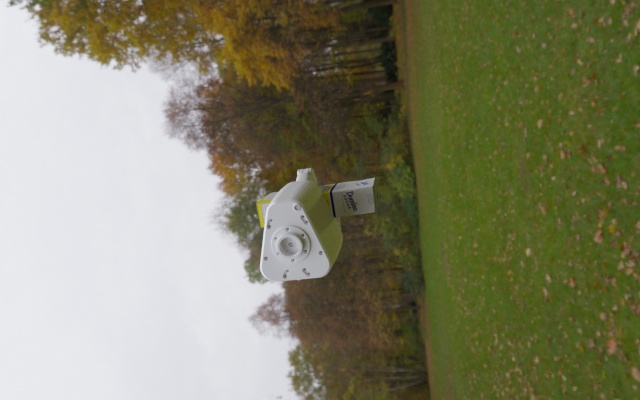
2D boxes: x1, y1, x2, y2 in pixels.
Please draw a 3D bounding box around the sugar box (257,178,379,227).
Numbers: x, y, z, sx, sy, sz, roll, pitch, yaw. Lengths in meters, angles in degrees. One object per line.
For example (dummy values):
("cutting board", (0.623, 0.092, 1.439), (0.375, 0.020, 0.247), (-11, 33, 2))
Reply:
("sugar box", (0.000, 0.003, 0.737), (0.176, 0.048, 0.093), (-6, 10, 10))
